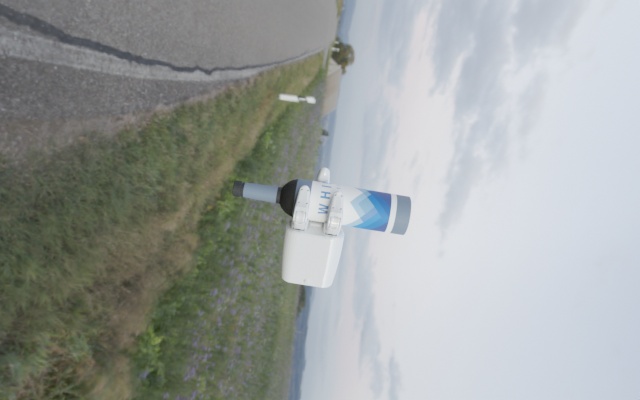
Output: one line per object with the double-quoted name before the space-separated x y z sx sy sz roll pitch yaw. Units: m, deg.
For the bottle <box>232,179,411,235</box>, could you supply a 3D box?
"bottle" 0.000 0.003 0.805 0.296 0.069 0.069 9 0 -1
